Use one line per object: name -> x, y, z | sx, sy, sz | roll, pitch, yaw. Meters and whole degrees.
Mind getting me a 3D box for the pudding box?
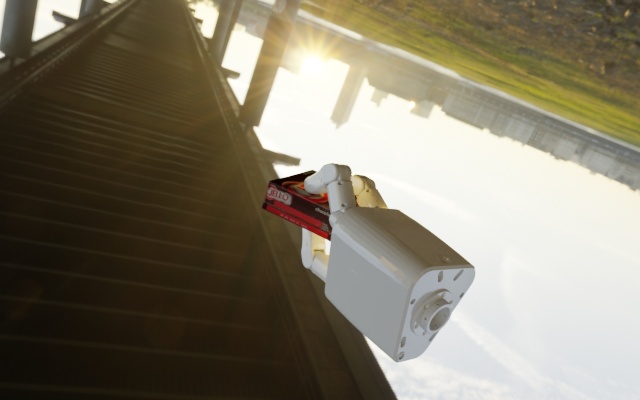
pudding box -> 0.000, 0.002, 0.547 | 0.090, 0.039, 0.113 | 25, 17, 18
